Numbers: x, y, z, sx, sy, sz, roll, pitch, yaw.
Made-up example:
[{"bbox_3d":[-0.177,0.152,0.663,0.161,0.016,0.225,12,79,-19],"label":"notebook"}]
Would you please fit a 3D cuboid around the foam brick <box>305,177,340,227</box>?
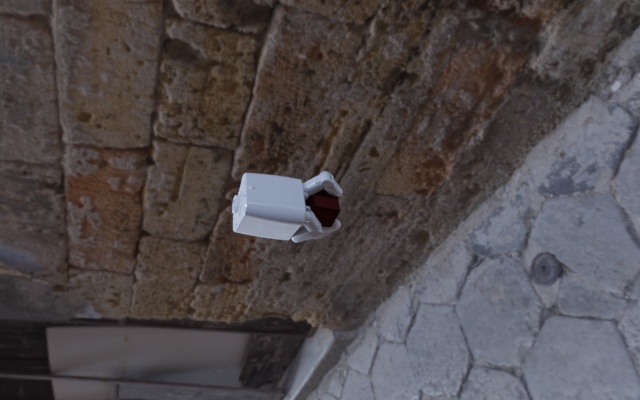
[{"bbox_3d":[0.000,0.003,0.899,0.051,0.078,0.053,9,-45,-19],"label":"foam brick"}]
